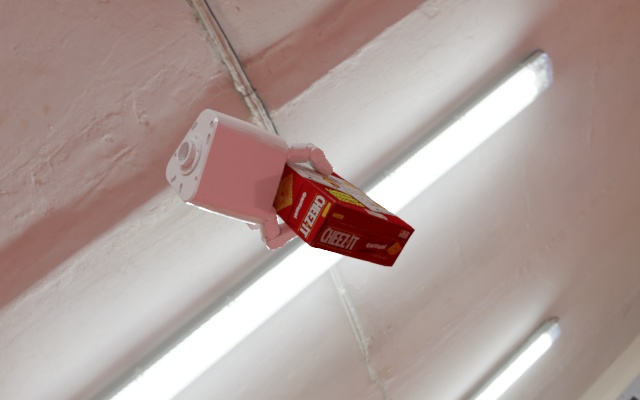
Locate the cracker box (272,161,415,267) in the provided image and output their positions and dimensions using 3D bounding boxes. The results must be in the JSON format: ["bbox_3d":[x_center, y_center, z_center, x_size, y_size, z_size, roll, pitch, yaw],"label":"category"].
[{"bbox_3d":[0.000,0.002,0.671,0.164,0.072,0.213,18,15,-42],"label":"cracker box"}]
